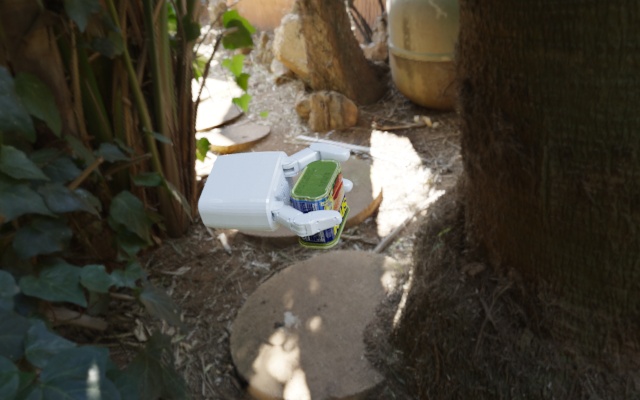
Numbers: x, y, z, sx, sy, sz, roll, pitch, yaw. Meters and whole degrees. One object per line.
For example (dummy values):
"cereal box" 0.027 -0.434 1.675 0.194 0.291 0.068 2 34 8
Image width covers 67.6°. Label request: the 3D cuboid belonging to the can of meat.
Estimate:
"can of meat" 0.000 0.002 0.664 0.057 0.084 0.102 2 36 19
